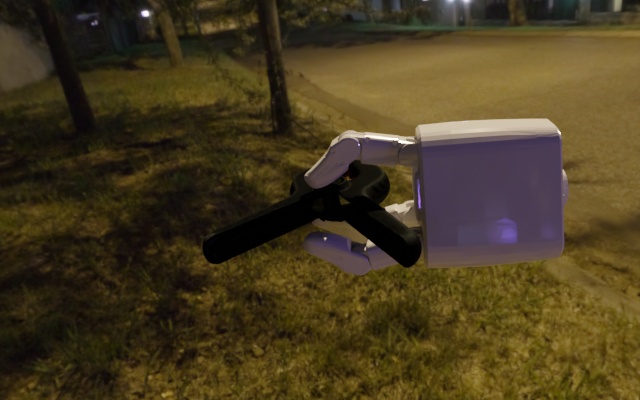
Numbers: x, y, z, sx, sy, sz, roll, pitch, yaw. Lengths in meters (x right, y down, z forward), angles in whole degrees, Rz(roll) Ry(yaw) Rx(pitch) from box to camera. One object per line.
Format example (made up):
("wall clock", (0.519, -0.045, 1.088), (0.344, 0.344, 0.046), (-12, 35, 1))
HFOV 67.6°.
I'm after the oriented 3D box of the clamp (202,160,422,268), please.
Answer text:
("clamp", (0.000, 0.000, 0.425), (0.164, 0.036, 0.210), (-3, 23, 9))
